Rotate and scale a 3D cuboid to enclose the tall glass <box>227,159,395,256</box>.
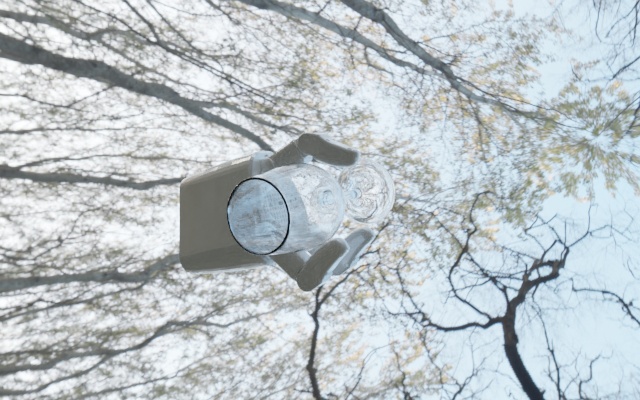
[{"bbox_3d":[0.001,0.001,0.454,0.079,0.079,0.201,0,6,30],"label":"tall glass"}]
